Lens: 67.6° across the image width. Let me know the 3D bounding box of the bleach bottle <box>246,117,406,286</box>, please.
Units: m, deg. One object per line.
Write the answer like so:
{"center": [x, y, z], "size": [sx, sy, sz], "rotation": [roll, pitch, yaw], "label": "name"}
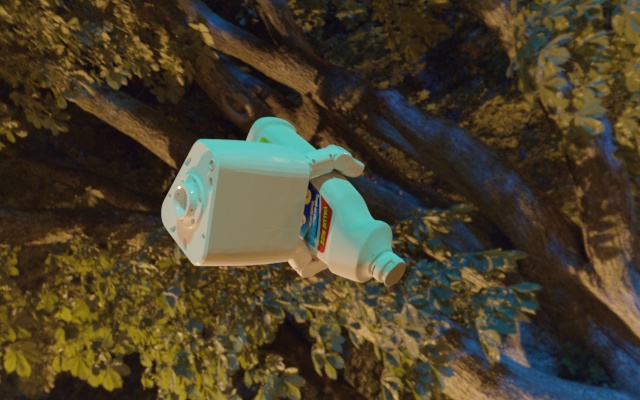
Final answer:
{"center": [0.000, 0.002, 0.536], "size": [0.068, 0.102, 0.250], "rotation": [3, 28, -45], "label": "bleach bottle"}
